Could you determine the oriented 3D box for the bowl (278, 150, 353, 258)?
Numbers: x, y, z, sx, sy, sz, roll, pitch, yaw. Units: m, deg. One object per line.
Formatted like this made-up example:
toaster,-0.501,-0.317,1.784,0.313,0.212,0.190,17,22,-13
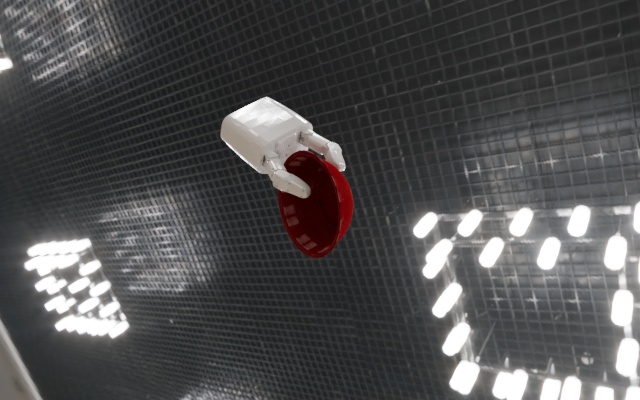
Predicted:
bowl,0.001,0.003,0.722,0.055,0.162,0.162,-11,6,-35
